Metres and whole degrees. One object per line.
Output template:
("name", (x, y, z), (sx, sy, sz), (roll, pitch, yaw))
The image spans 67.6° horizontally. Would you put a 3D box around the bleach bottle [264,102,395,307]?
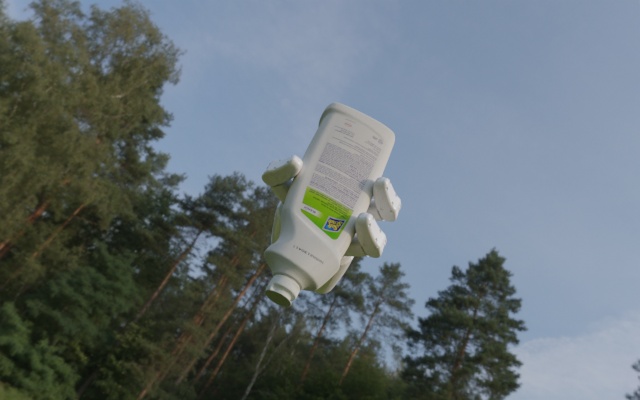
("bleach bottle", (0.000, 0.002, 0.540), (0.102, 0.250, 0.068), (26, -34, 3))
